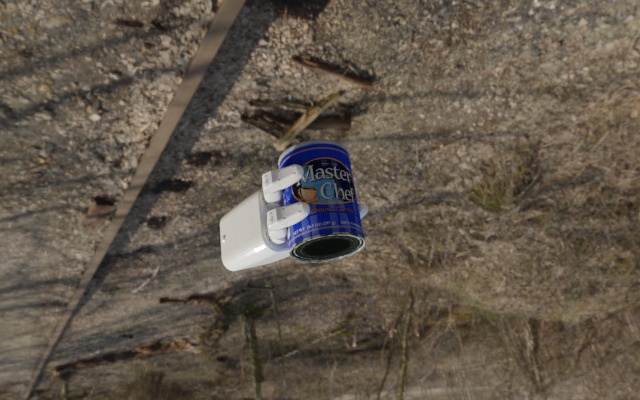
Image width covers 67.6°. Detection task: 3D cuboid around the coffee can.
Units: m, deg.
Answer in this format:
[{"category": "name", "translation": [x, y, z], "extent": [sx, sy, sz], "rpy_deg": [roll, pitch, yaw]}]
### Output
[{"category": "coffee can", "translation": [0.000, 0.002, 0.658], "extent": [0.103, 0.140, 0.103], "rpy_deg": [-7, -25, -3]}]
